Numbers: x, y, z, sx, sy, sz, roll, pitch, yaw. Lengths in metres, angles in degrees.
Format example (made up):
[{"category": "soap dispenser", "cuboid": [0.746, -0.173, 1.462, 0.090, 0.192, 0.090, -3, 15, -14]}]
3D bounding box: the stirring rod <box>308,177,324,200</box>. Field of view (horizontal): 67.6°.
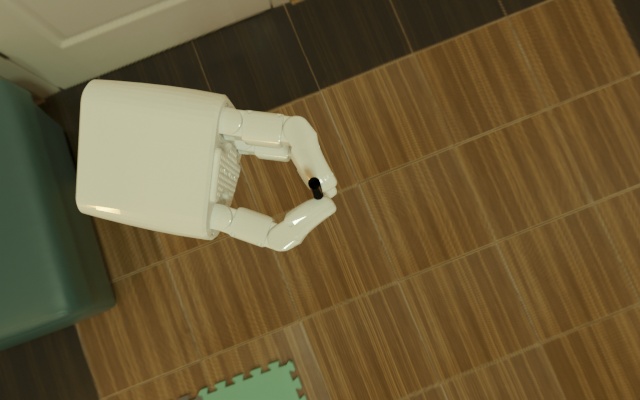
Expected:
[{"category": "stirring rod", "cuboid": [0.000, 0.001, 0.427, 0.011, 0.011, 0.239, 0, -6, 2]}]
